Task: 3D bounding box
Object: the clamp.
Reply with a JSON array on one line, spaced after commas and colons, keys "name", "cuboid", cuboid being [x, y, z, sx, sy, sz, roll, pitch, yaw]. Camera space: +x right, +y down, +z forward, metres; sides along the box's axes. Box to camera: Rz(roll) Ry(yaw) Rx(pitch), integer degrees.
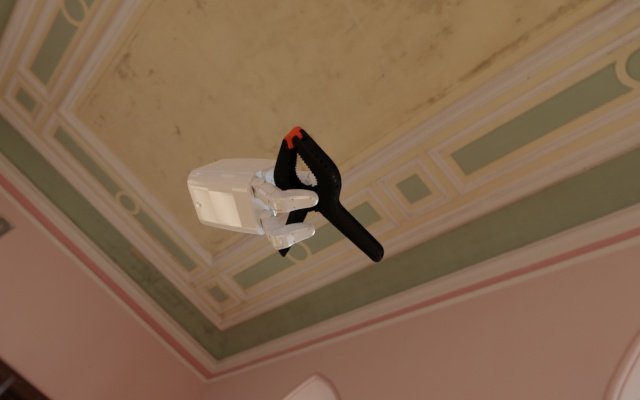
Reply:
[{"name": "clamp", "cuboid": [0.000, 0.001, 0.642, 0.164, 0.210, 0.036, 5, 35, 22]}]
